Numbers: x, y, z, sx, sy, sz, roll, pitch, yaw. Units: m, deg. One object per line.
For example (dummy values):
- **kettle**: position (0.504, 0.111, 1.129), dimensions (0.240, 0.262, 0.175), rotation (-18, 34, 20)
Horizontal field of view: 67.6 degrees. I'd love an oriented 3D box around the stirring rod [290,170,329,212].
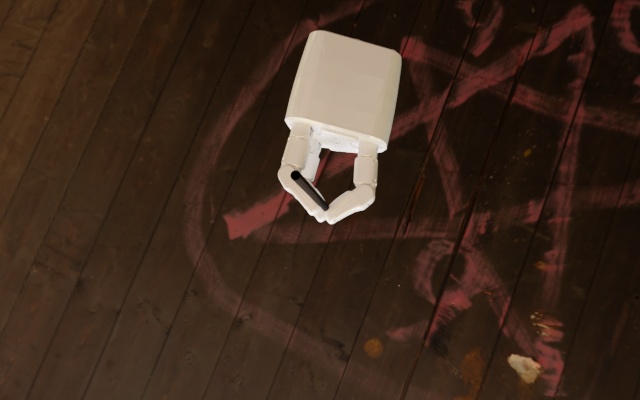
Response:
- **stirring rod**: position (0.000, 0.002, 0.481), dimensions (0.011, 0.011, 0.239), rotation (0, -10, 9)
